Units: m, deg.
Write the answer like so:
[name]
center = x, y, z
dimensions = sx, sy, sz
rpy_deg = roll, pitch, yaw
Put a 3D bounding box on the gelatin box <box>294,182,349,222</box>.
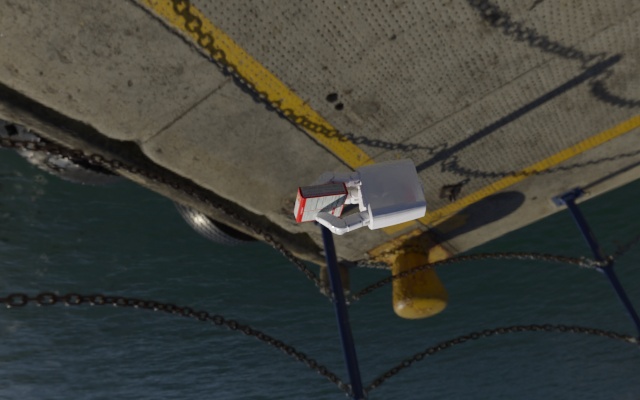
[gelatin box]
center = 0.000, 0.003, 0.875
dimensions = 0.089, 0.030, 0.073
rpy_deg = -8, -35, -18
